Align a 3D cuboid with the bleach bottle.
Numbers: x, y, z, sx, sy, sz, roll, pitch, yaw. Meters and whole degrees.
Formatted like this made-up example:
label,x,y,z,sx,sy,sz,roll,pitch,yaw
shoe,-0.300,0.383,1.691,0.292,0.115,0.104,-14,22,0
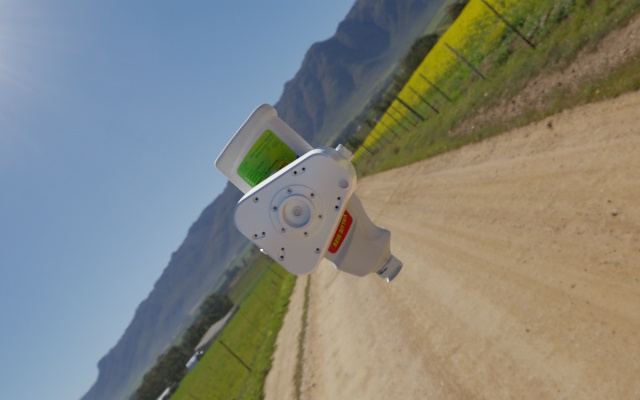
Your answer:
label,x,y,z,sx,sy,sz,roll,pitch,yaw
bleach bottle,0.000,0.002,0.575,0.251,0.102,0.068,39,9,-2
